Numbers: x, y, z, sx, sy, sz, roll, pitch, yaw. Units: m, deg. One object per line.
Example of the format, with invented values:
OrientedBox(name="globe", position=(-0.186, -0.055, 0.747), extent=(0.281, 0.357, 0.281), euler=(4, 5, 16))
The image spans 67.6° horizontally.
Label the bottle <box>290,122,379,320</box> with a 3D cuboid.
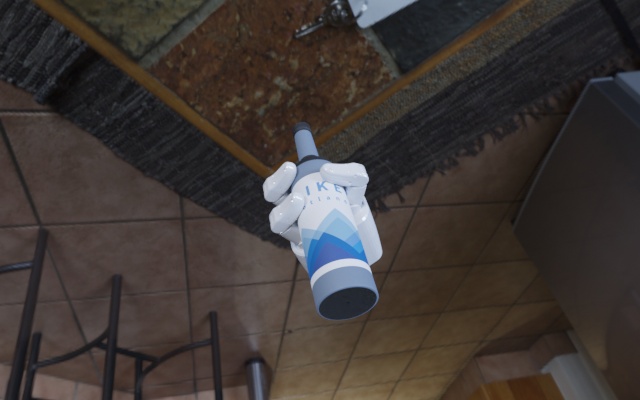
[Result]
OrientedBox(name="bottle", position=(0.000, 0.002, 0.593), extent=(0.069, 0.295, 0.069), euler=(-8, -42, -8))
